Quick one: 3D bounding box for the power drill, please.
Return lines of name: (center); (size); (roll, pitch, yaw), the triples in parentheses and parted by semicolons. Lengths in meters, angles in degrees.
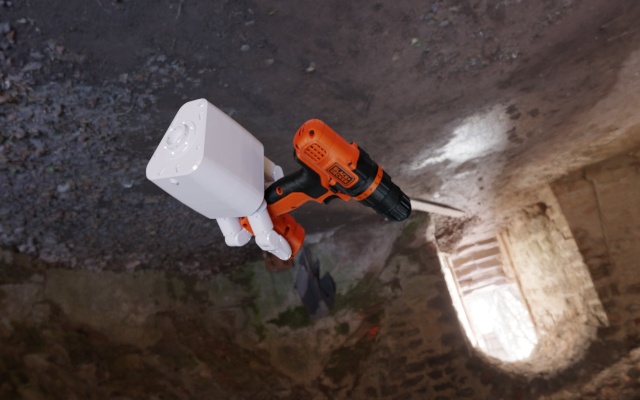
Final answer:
power drill: (0.000, 0.002, 0.625); (0.184, 0.057, 0.188); (38, -56, -22)
